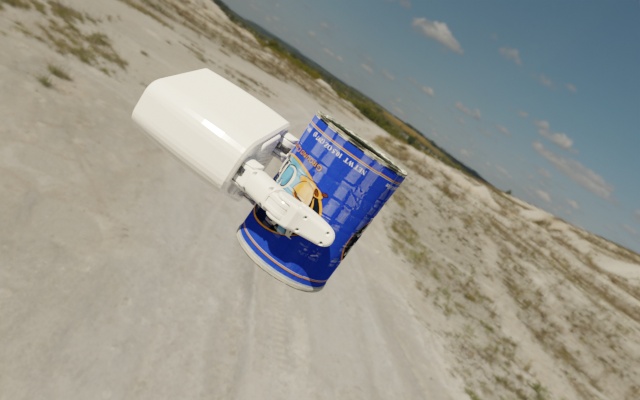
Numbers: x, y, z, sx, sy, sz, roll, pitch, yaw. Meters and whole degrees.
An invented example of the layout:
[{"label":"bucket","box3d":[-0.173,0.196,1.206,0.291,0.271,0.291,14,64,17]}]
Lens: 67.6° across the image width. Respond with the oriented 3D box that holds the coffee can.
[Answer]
[{"label":"coffee can","box3d":[0.000,0.002,0.457,0.103,0.140,0.102,34,12,-8]}]
